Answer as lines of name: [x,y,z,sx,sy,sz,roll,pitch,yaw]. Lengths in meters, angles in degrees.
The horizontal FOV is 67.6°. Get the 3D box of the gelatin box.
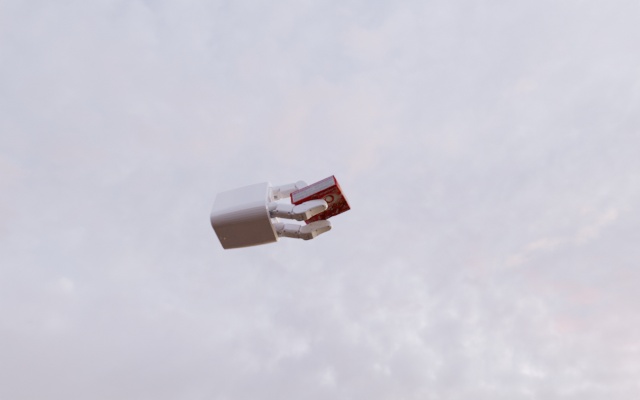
gelatin box: [0.000,0.002,0.855,0.089,0.030,0.073,-24,-46,9]
